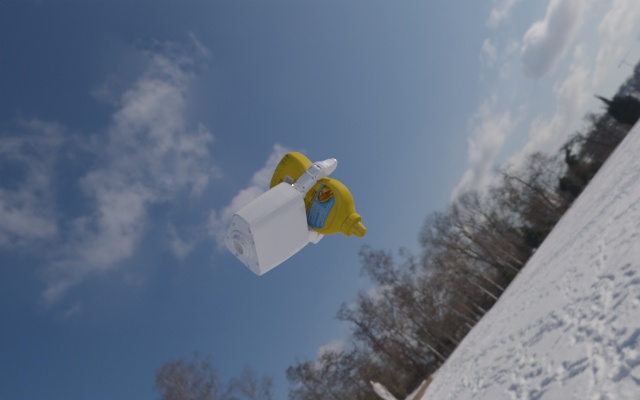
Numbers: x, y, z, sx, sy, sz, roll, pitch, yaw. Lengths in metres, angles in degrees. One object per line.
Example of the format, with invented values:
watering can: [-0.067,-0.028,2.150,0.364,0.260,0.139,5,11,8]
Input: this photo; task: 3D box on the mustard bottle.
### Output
mustard bottle: [0.000,0.002,0.821,0.191,0.096,0.058,37,26,24]
